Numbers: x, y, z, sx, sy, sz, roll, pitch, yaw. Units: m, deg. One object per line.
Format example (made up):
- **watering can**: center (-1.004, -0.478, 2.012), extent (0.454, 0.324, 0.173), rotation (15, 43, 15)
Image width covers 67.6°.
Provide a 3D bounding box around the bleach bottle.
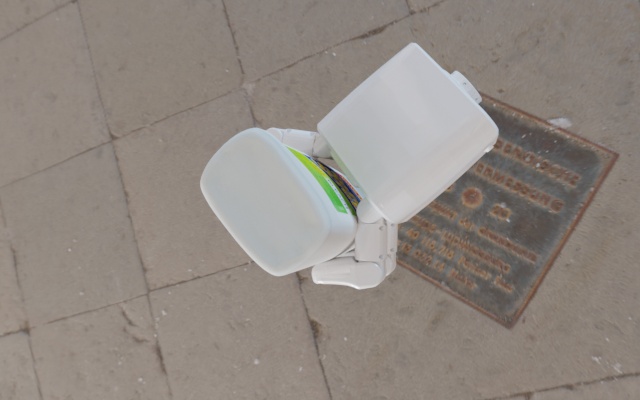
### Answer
- **bleach bottle**: center (0.000, 0.002, 0.433), extent (0.068, 0.102, 0.251), rotation (-42, -11, 14)
